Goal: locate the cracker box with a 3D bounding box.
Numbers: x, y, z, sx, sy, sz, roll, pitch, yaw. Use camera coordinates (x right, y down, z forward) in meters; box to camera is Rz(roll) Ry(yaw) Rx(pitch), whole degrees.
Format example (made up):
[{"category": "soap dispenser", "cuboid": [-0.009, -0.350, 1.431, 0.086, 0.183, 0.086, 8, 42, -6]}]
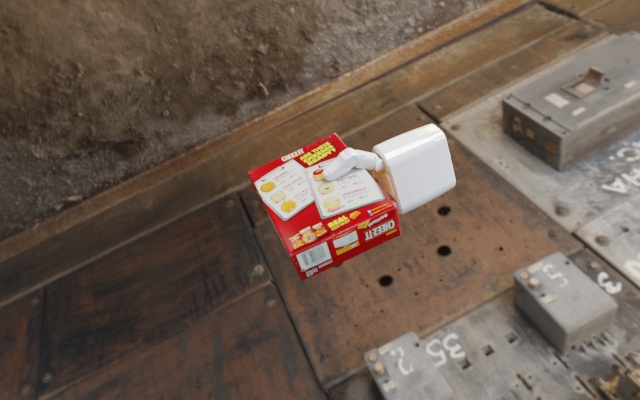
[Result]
[{"category": "cracker box", "cuboid": [0.000, 0.002, 0.740, 0.164, 0.072, 0.213, -25, 42, -8]}]
